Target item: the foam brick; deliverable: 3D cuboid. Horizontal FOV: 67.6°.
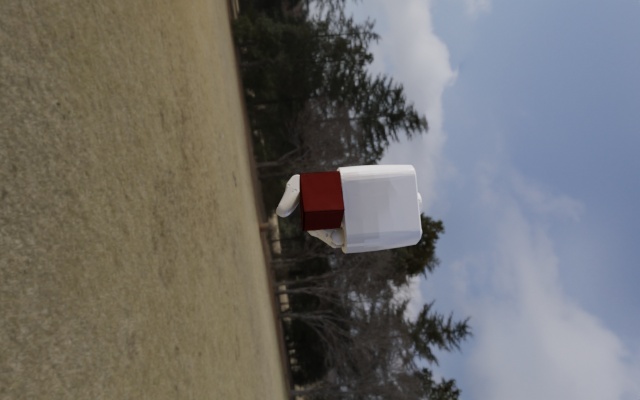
[{"bbox_3d":[0.000,0.002,0.606,0.051,0.053,0.078,-4,-20,-4],"label":"foam brick"}]
